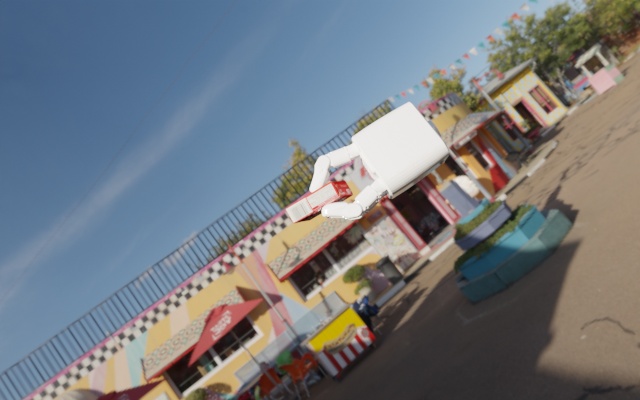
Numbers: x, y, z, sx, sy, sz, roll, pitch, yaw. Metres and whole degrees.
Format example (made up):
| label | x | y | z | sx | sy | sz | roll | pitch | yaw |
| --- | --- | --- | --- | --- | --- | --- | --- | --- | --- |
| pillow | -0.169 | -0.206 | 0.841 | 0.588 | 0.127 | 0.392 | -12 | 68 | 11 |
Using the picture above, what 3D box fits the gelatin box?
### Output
| label | x | y | z | sx | sy | sz | roll | pitch | yaw |
| --- | --- | --- | --- | --- | --- | --- | --- | --- | --- |
| gelatin box | 0.000 | 0.002 | 0.746 | 0.089 | 0.030 | 0.073 | -30 | -7 | 17 |
